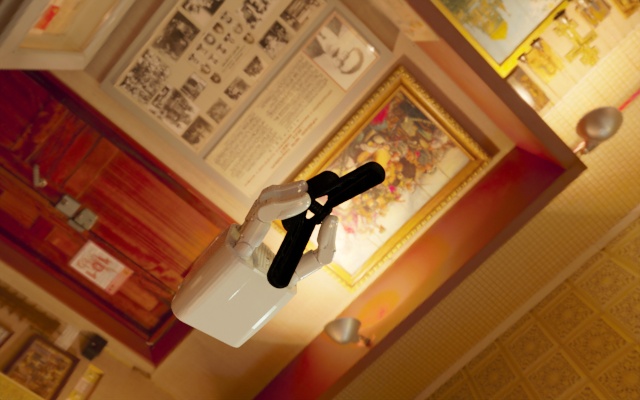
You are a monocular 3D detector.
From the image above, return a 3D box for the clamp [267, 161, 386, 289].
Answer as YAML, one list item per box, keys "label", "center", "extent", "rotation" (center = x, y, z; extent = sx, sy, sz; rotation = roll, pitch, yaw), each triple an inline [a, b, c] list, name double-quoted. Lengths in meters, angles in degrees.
- label: "clamp"
  center: [0.000, 0.002, 0.565]
  extent: [0.036, 0.164, 0.210]
  rotation: [43, 10, -14]
